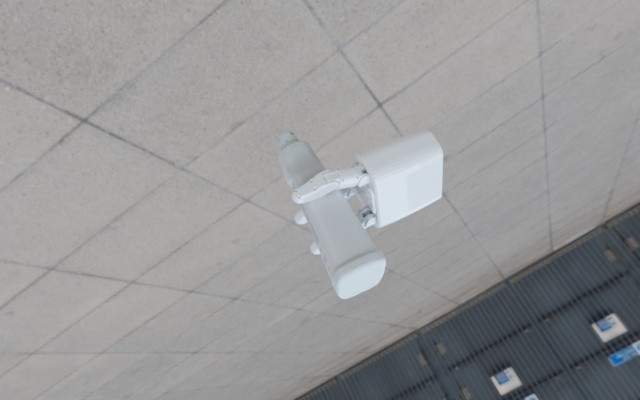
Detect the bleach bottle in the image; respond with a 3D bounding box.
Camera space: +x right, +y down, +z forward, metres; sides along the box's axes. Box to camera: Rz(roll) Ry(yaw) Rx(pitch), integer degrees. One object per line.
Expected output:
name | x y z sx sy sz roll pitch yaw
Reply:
bleach bottle | 0.000 0.002 0.647 0.068 0.250 0.103 -23 -27 -9
